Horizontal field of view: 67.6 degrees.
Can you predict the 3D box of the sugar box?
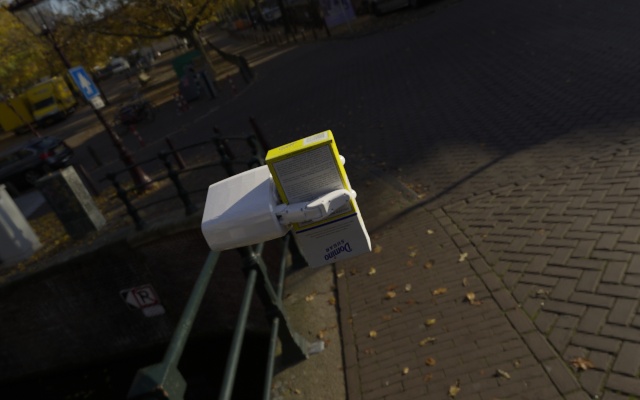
[{"bbox_3d":[0.000,0.002,0.660,0.093,0.176,0.048,-17,25,8],"label":"sugar box"}]
